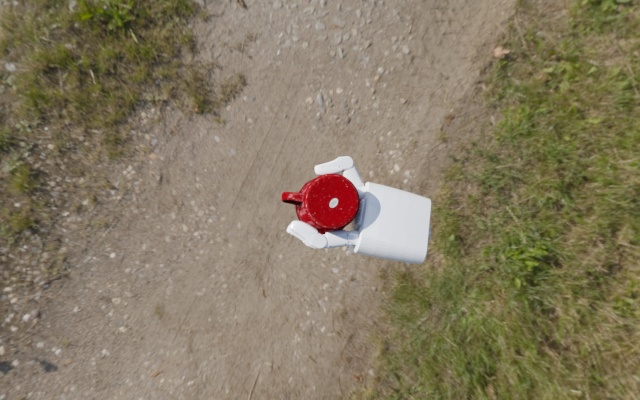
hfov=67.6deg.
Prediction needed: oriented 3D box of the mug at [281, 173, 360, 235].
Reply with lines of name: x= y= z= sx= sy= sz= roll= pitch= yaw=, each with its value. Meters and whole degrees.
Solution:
mug: x=-0.001 y=0.002 z=0.710 sx=0.117 sy=0.093 sz=0.081 roll=12 pitch=-7 yaw=-6
